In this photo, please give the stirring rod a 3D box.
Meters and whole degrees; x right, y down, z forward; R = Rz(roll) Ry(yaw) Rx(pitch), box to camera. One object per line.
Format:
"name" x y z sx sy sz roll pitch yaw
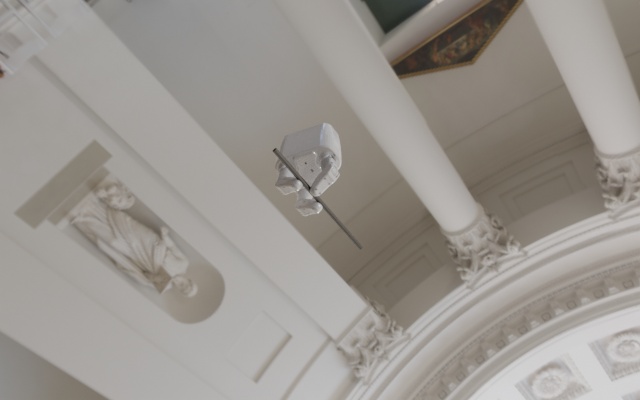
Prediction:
"stirring rod" 0.000 0.002 0.793 0.240 0.011 0.011 49 -26 -26
